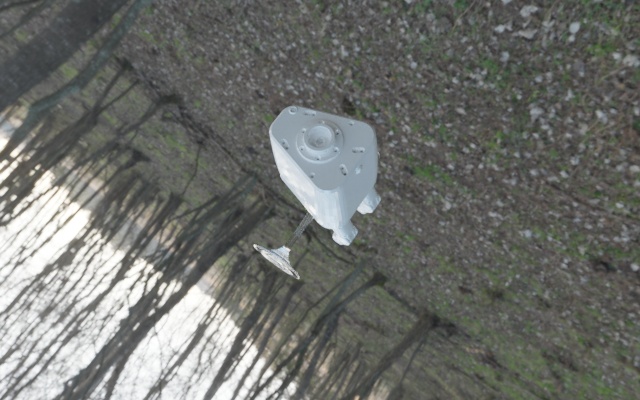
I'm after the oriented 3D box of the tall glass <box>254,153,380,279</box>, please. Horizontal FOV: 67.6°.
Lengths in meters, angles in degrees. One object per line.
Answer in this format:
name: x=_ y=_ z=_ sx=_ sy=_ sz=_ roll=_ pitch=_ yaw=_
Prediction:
tall glass: x=0.000 y=0.003 z=0.643 sx=0.079 sy=0.201 sz=0.079 roll=34 pitch=-15 yaw=10
